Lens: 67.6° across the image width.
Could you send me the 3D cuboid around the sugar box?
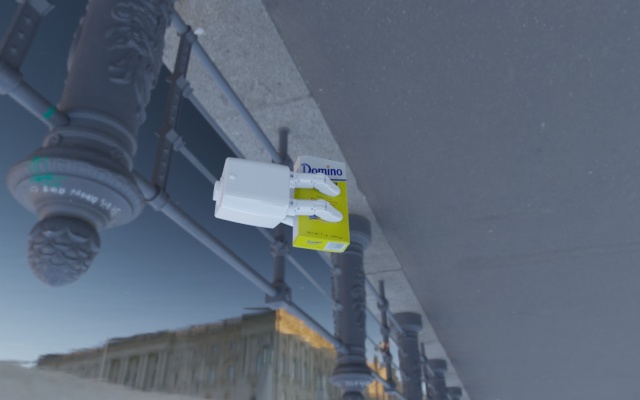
[{"bbox_3d":[0.000,0.003,0.853,0.093,0.176,0.048,10,-34,-17],"label":"sugar box"}]
